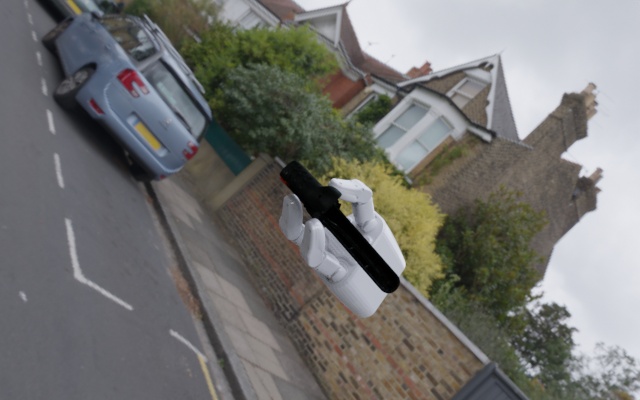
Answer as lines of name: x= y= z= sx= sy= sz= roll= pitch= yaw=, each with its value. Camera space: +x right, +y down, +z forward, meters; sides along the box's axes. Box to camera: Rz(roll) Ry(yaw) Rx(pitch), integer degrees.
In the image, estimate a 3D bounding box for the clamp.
clamp: x=0.001 y=0.001 z=0.544 sx=0.210 sy=0.036 sz=0.165 roll=46 pitch=-7 yaw=44
